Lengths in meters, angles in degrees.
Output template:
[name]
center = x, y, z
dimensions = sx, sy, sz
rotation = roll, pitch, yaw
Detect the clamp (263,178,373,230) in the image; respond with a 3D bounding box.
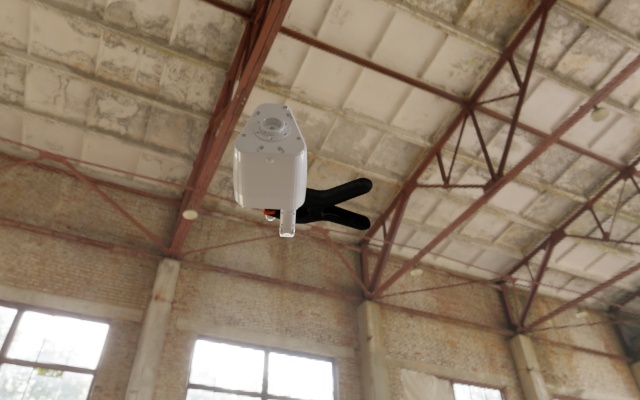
[clamp]
center = 0.000, 0.002, 0.723
dimensions = 0.171, 0.039, 0.120
rotation = 3, -41, -5
